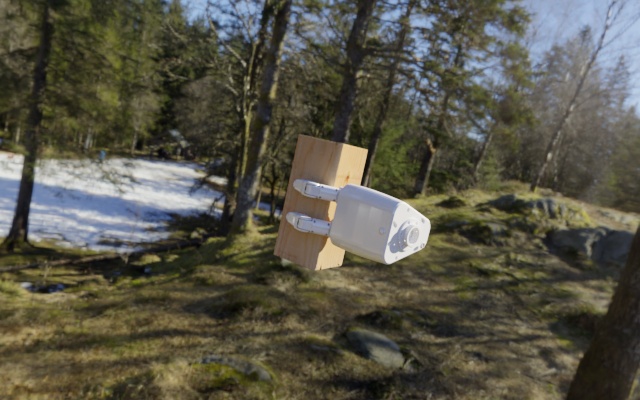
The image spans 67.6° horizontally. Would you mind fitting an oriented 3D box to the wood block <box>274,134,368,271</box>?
[{"bbox_3d":[0.001,0.003,0.805,0.090,0.206,0.091,17,8,32],"label":"wood block"}]
